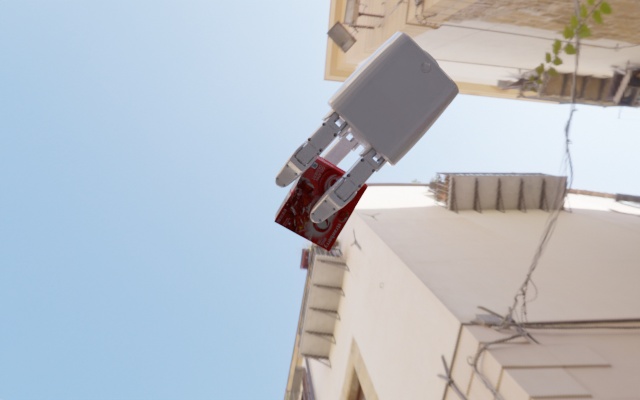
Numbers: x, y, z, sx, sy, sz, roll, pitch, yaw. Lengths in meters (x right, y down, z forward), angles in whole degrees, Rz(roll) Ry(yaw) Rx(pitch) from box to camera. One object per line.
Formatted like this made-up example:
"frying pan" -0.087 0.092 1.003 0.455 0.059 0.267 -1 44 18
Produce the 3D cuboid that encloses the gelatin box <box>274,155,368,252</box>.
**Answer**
"gelatin box" 0.000 0.002 0.543 0.073 0.089 0.030 29 12 -10
